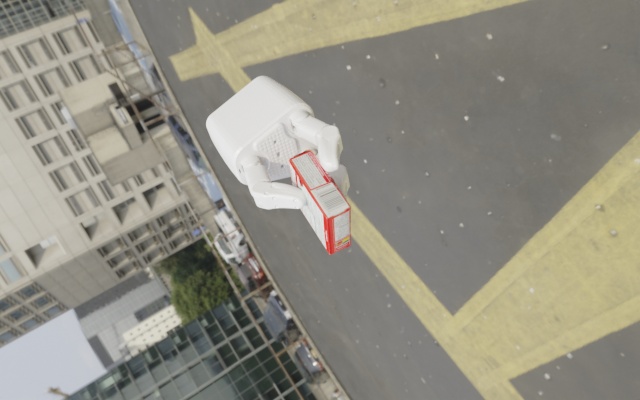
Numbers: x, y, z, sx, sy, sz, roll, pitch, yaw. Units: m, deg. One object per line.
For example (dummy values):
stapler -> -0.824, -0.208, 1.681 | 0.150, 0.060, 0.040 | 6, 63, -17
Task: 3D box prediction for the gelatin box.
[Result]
gelatin box -> 0.000, 0.002, 0.505 | 0.030, 0.089, 0.073 | -24, -33, -14
